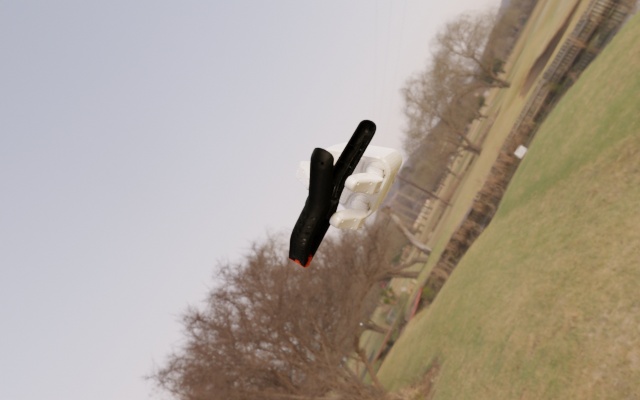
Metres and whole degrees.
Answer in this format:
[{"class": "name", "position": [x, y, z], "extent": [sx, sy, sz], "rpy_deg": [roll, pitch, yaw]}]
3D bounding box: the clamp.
[{"class": "clamp", "position": [-0.001, 0.002, 0.599], "extent": [0.036, 0.210, 0.164], "rpy_deg": [30, 23, 14]}]
